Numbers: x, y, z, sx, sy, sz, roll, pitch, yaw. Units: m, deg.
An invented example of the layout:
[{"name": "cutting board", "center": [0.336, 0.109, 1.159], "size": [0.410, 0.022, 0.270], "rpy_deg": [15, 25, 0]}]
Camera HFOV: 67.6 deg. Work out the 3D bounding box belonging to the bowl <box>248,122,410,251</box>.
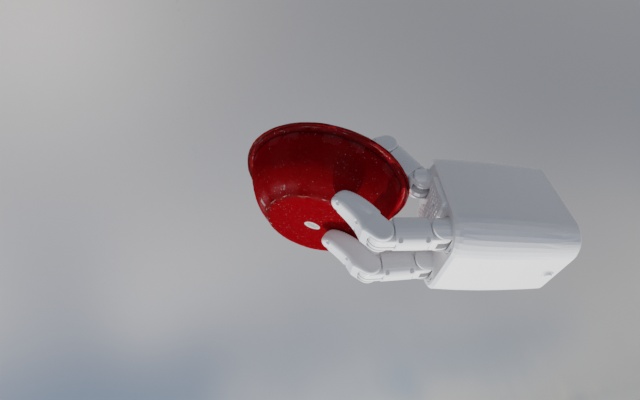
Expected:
[{"name": "bowl", "center": [-0.001, 0.002, 0.454], "size": [0.162, 0.055, 0.162], "rpy_deg": [11, -34, 8]}]
